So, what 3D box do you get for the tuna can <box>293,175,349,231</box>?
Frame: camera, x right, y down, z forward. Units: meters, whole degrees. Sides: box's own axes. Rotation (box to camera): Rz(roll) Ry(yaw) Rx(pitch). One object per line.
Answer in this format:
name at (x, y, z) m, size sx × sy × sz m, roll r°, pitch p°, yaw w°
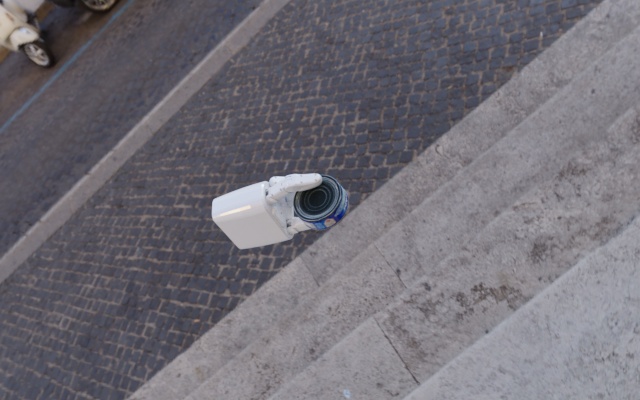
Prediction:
tuna can at (0.000, 0.002, 0.762) m, size 0.086 × 0.086 × 0.034 m, roll 0°, pitch -27°, yaw 25°
